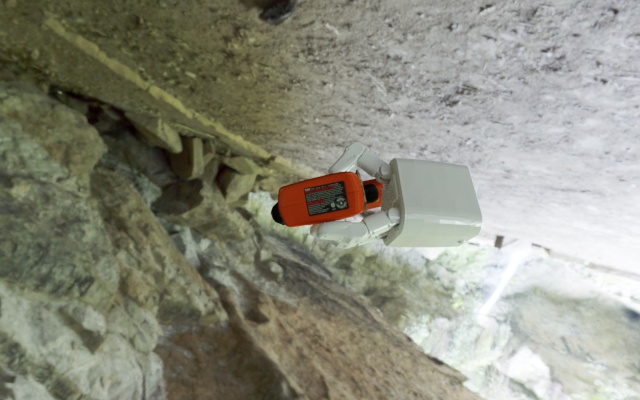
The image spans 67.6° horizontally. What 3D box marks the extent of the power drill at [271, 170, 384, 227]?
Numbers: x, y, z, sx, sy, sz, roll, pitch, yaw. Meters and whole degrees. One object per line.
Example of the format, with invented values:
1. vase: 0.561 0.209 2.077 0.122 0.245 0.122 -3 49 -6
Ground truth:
1. power drill: 0.000 0.002 0.665 0.184 0.057 0.187 -14 -2 10
